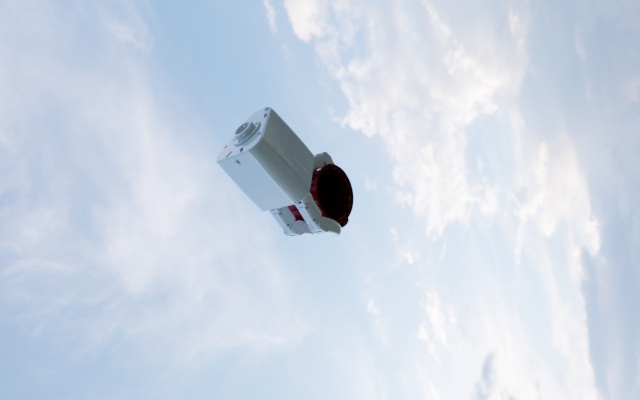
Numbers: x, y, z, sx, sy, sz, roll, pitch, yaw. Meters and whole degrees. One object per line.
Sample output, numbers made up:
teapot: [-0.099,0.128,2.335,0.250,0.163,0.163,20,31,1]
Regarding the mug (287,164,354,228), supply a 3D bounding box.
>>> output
mug: [0.001,0.003,0.772,0.081,0.093,0.117,-11,-49,40]
